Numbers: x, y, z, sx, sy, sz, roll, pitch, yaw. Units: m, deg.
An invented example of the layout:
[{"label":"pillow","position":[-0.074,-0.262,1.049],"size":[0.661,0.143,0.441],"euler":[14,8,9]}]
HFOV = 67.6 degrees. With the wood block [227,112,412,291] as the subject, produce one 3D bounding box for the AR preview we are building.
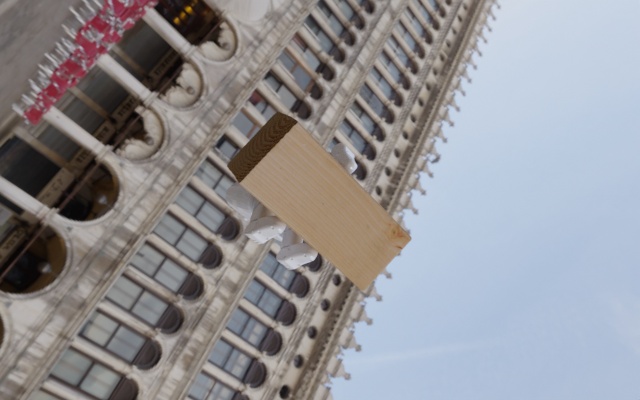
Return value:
[{"label":"wood block","position":[0.000,0.002,0.570],"size":[0.206,0.091,0.090],"euler":[43,-1,-26]}]
